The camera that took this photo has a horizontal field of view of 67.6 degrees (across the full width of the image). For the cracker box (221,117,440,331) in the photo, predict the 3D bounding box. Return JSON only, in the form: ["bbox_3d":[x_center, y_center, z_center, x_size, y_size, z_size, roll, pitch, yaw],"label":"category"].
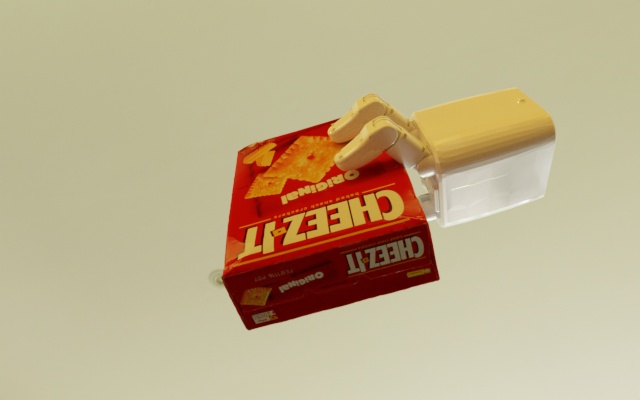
[{"bbox_3d":[0.000,0.002,0.453,0.164,0.072,0.213,-16,33,5],"label":"cracker box"}]
